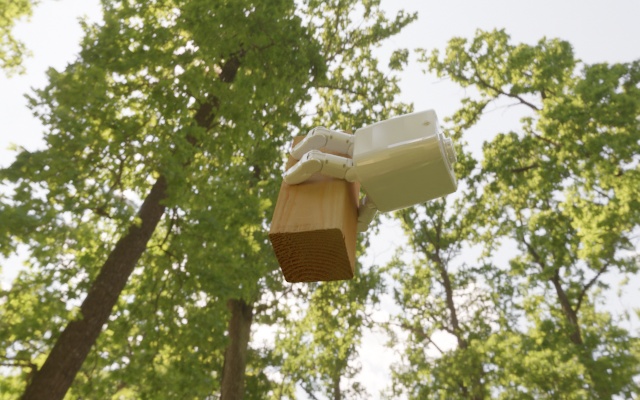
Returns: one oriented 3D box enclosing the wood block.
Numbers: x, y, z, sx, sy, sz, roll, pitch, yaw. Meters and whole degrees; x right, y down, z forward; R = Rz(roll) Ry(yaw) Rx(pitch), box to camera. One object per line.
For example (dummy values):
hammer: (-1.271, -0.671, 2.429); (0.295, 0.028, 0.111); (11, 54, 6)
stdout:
wood block: (0.001, 0.002, 0.646); (0.090, 0.091, 0.206); (-6, 39, 13)
